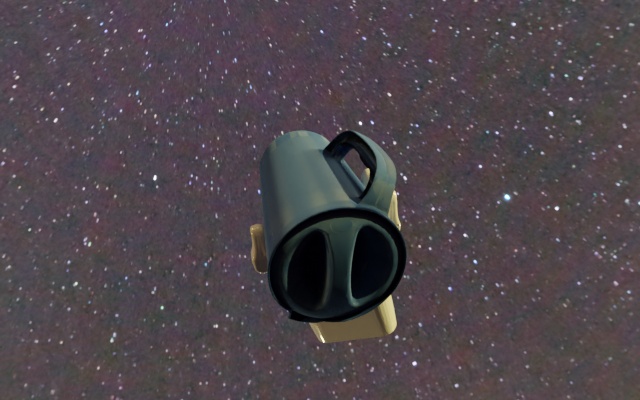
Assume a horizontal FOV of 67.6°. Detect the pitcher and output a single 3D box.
[{"bbox_3d":[0.000,0.002,0.537,0.149,0.145,0.242,-21,31,-1],"label":"pitcher"}]
